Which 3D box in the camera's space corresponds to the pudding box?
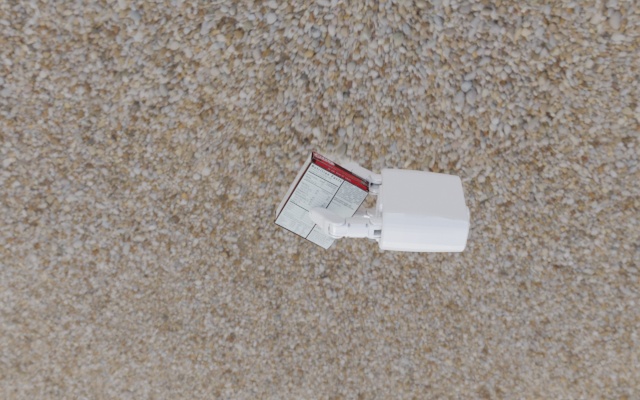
[{"bbox_3d":[0.000,0.002,0.646,0.090,0.113,0.039,28,25,-11],"label":"pudding box"}]
